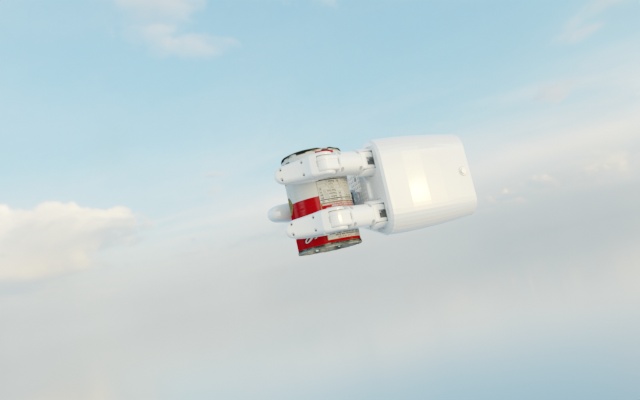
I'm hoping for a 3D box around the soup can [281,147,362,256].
[{"bbox_3d":[0.000,0.001,0.502,0.068,0.102,0.068,-12,-9,-2],"label":"soup can"}]
